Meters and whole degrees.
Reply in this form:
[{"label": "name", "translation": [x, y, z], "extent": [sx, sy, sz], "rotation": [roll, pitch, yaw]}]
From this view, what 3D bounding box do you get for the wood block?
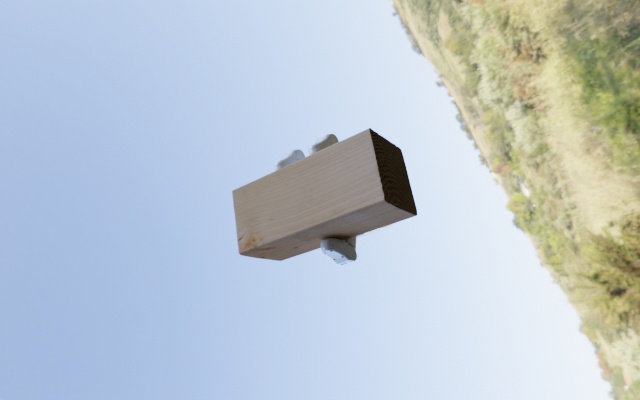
[{"label": "wood block", "translation": [0.000, 0.002, 0.589], "extent": [0.206, 0.090, 0.090], "rotation": [-22, -23, 29]}]
